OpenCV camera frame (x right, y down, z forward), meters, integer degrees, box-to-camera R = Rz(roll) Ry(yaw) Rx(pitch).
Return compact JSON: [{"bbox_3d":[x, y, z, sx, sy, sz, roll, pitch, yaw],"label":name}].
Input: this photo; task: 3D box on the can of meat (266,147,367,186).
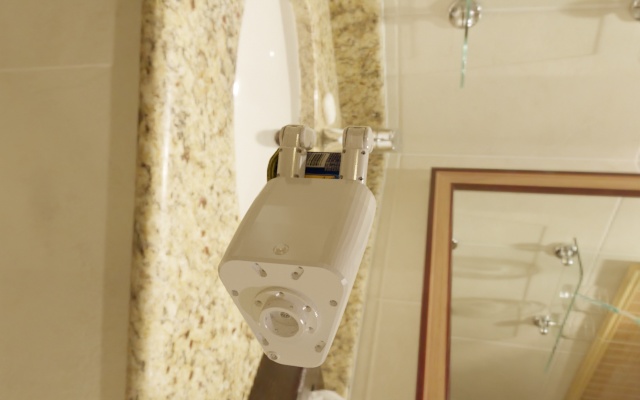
[{"bbox_3d":[0.000,0.002,0.462,0.084,0.102,0.057,3,29,14],"label":"can of meat"}]
